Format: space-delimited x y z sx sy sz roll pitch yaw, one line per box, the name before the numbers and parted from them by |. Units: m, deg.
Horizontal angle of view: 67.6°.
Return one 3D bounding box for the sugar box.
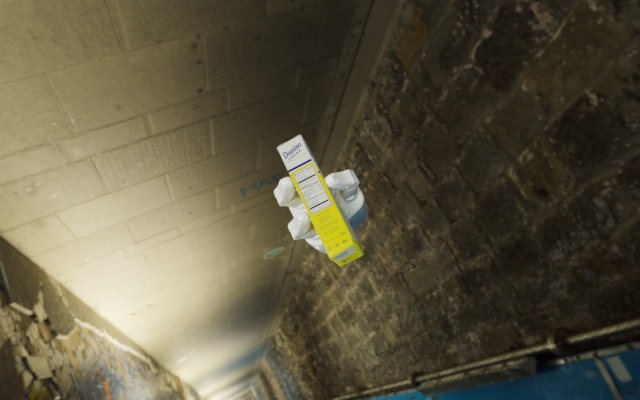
sugar box | 0.000 0.003 0.679 0.048 0.176 0.093 -30 -19 2
